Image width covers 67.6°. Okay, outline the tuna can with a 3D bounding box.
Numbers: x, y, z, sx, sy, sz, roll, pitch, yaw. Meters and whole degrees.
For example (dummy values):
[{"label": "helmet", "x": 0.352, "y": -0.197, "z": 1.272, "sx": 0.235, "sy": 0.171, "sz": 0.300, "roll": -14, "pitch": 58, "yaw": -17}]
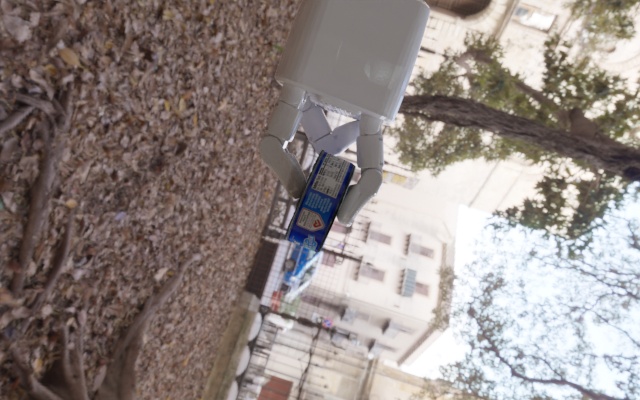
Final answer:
[{"label": "tuna can", "x": 0.001, "y": 0.002, "z": 0.419, "sx": 0.034, "sy": 0.086, "sz": 0.086, "roll": 23, "pitch": 0, "yaw": 1}]
